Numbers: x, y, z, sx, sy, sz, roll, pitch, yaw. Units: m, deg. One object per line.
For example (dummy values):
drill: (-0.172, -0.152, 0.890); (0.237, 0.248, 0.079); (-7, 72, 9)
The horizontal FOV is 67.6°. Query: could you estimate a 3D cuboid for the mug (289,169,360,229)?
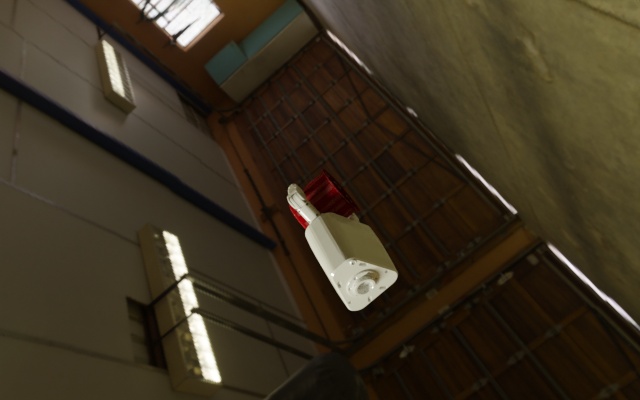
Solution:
mug: (-0.001, 0.002, 0.789); (0.093, 0.081, 0.117); (43, 10, -38)
